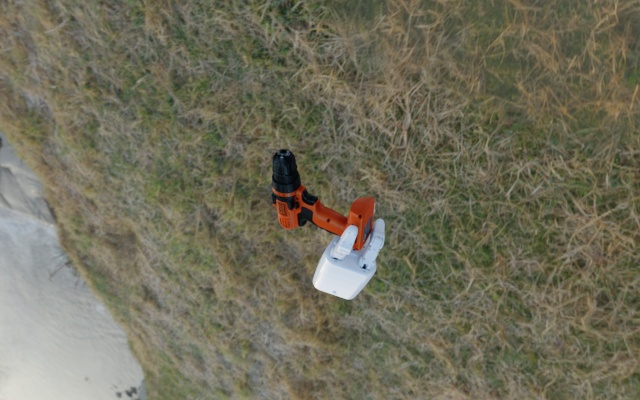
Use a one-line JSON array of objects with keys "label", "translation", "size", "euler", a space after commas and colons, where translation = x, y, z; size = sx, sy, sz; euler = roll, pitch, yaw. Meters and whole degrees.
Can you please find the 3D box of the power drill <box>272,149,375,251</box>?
[{"label": "power drill", "translation": [0.001, 0.003, 0.841], "size": [0.187, 0.057, 0.185], "euler": [21, -37, 20]}]
